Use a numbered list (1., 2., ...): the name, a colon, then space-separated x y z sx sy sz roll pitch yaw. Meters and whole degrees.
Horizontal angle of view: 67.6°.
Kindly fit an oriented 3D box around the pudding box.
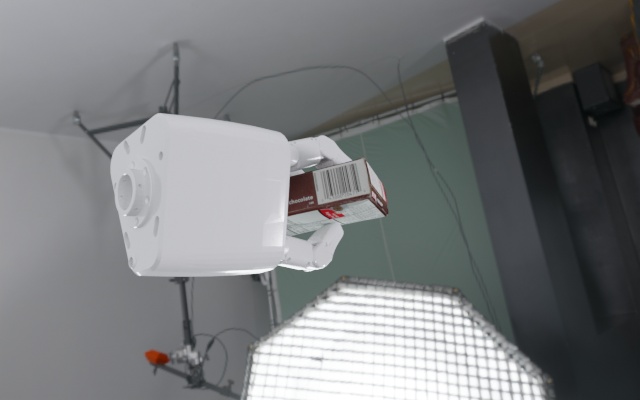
1. pudding box: 0.000 0.002 0.446 0.113 0.039 0.090 -11 -14 15
